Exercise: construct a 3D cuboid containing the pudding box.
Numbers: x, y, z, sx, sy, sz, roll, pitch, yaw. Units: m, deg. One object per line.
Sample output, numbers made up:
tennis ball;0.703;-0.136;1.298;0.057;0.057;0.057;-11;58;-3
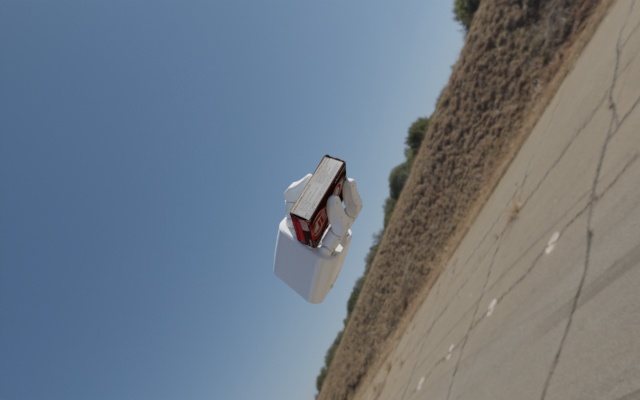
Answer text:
pudding box;0.000;0.002;0.708;0.039;0.113;0.090;21;-25;16
